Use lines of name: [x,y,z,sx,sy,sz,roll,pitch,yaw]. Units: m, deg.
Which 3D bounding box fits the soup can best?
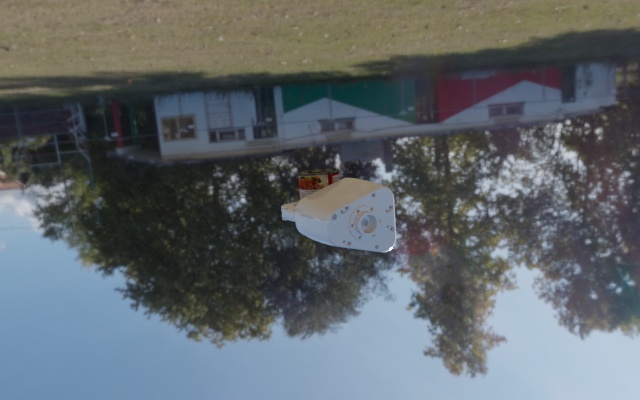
soup can: [0.000,0.003,0.766,0.068,0.102,0.068,-4,9,1]
